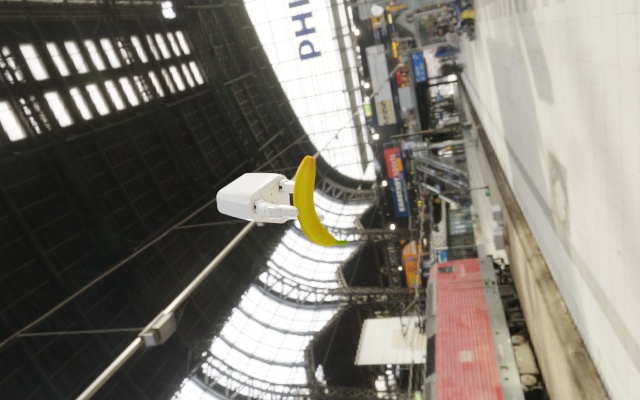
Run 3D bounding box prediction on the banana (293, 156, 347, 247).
[{"bbox_3d":[-0.014,0.015,0.878,0.069,0.198,0.037,-30,29,-16],"label":"banana"}]
